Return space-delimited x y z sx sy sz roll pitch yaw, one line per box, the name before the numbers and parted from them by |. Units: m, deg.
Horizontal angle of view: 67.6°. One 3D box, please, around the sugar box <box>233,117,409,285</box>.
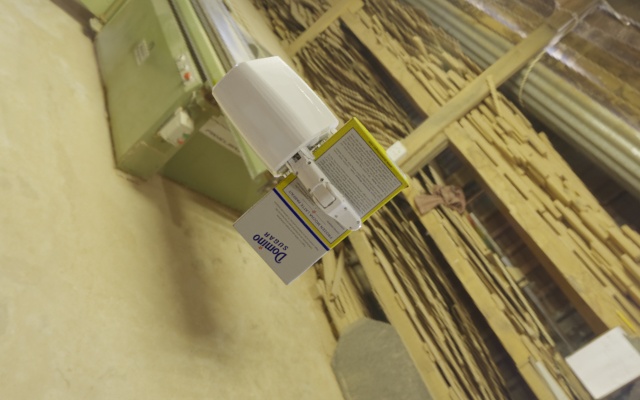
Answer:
sugar box | 0.000 0.001 0.523 0.176 0.093 0.048 -40 4 14
